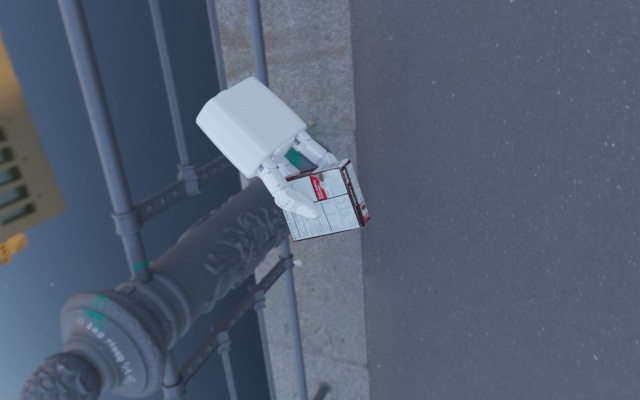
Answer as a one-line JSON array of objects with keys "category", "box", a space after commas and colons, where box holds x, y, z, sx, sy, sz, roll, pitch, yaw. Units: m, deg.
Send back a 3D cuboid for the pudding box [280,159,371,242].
[{"category": "pudding box", "box": [0.000, 0.002, 0.651, 0.113, 0.090, 0.039, -13, 15, 30]}]
